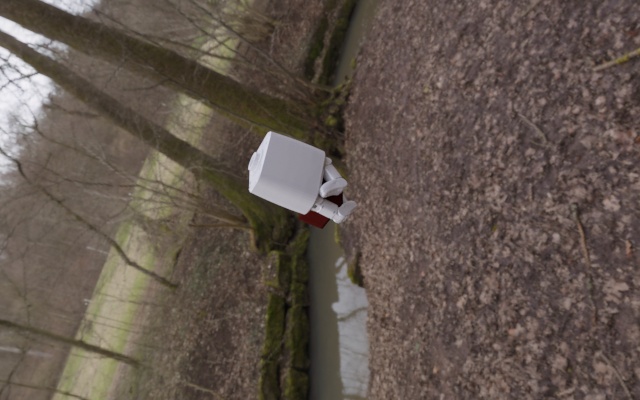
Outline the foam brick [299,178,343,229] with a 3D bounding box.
[{"bbox_3d":[0.000,0.003,0.860,0.051,0.053,0.078,21,-46,-19],"label":"foam brick"}]
